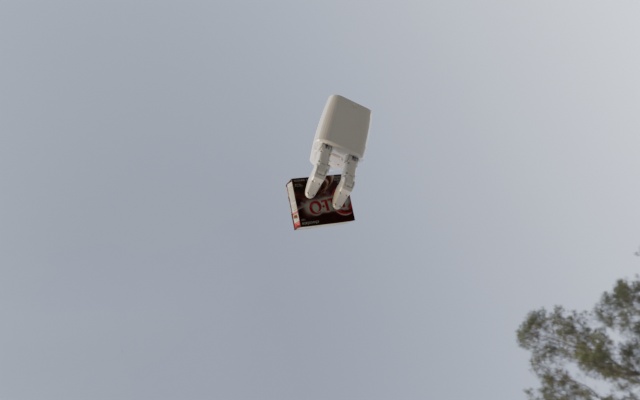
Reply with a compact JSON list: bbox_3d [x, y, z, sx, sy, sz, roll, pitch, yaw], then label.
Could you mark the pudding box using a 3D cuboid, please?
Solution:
[{"bbox_3d":[0.000,0.003,0.867,0.113,0.090,0.039,-7,-12,-24],"label":"pudding box"}]
